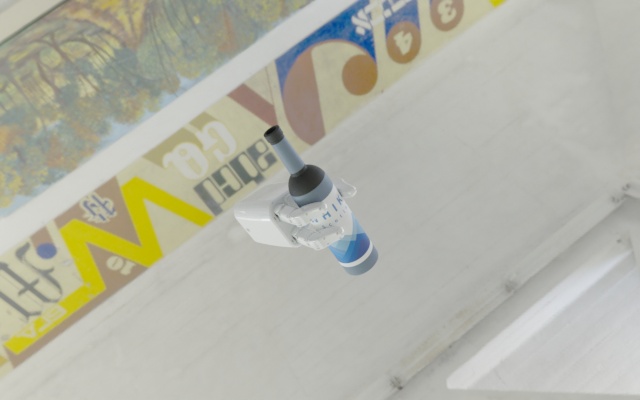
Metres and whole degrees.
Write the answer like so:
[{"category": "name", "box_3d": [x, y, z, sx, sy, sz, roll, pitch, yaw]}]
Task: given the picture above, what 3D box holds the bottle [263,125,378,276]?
[{"category": "bottle", "box_3d": [0.000, 0.003, 0.773, 0.069, 0.296, 0.069, -25, 31, 16]}]
